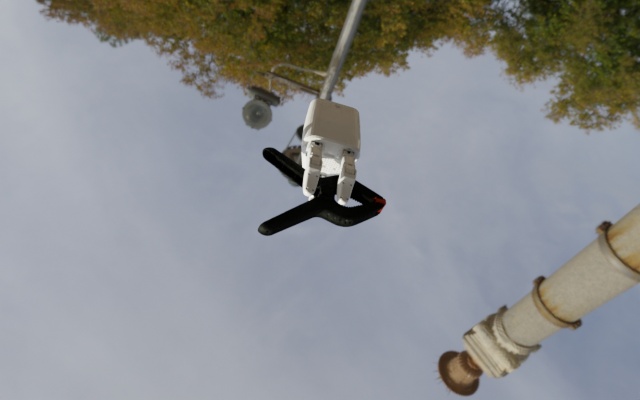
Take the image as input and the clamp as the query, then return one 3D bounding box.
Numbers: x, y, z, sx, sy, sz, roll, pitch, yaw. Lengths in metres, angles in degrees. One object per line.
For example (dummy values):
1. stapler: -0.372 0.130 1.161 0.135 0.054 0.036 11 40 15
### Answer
1. clamp: 0.000 0.003 0.746 0.210 0.164 0.036 14 -39 -10
